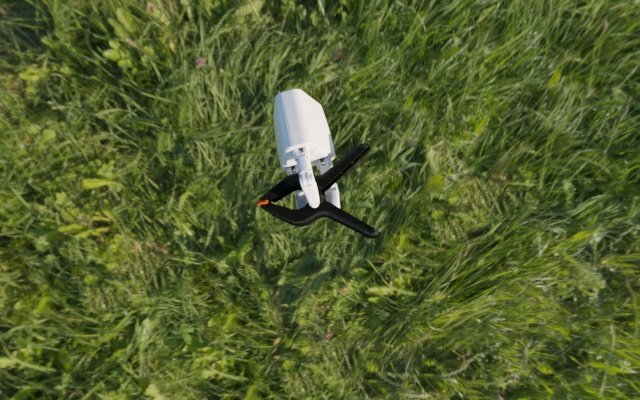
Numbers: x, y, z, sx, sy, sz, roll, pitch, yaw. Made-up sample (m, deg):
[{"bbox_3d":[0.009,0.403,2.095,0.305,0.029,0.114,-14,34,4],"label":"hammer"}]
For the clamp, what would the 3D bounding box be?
[{"bbox_3d":[-0.001,0.002,0.807,0.210,0.164,0.036,-14,-17,6],"label":"clamp"}]
